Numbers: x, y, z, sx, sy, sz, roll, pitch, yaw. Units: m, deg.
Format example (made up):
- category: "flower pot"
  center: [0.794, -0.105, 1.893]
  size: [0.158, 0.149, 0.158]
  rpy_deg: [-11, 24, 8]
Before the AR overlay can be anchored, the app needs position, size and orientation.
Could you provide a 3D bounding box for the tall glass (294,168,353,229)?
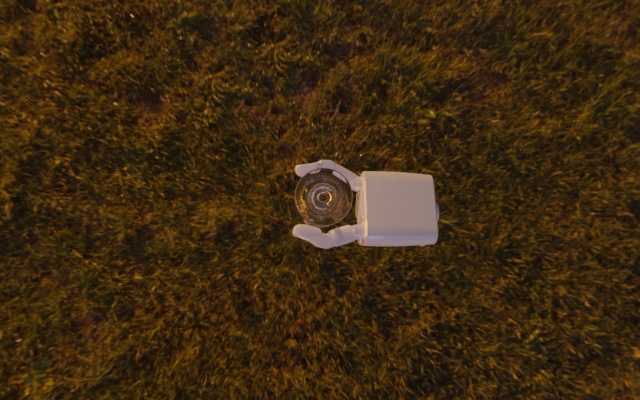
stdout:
- category: "tall glass"
  center: [0.000, 0.002, 0.703]
  size: [0.079, 0.079, 0.201]
  rpy_deg: [0, -4, -3]
